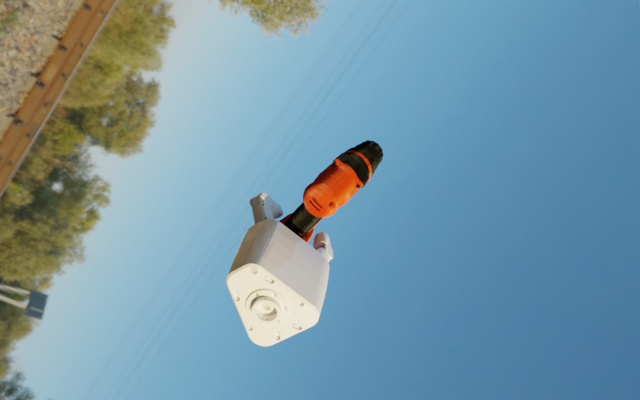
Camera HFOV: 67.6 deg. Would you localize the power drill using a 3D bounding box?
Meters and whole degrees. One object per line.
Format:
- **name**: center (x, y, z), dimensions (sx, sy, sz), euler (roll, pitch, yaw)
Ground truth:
- **power drill**: center (0.000, 0.003, 0.670), dimensions (0.188, 0.057, 0.184), euler (-49, -5, 39)
